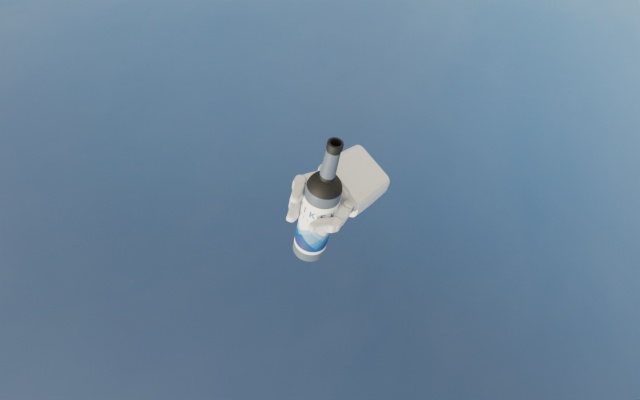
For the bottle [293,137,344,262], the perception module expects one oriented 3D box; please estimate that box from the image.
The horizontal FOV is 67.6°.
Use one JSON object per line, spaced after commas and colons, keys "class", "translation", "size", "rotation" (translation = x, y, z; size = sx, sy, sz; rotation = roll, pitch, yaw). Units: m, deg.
{"class": "bottle", "translation": [0.000, 0.003, 0.878], "size": [0.069, 0.069, 0.296], "rotation": [0, -41, -13]}
